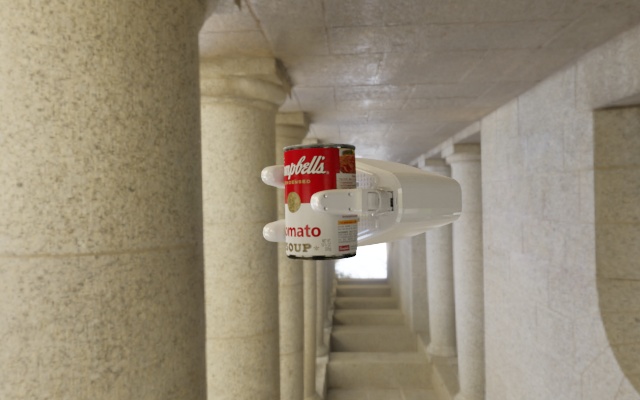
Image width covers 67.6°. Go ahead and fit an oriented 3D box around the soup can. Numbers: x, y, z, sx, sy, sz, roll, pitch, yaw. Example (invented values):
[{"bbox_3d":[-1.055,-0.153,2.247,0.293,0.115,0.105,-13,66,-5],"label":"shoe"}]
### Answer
[{"bbox_3d":[0.000,0.002,0.445,0.068,0.102,0.068,-1,0,0],"label":"soup can"}]
